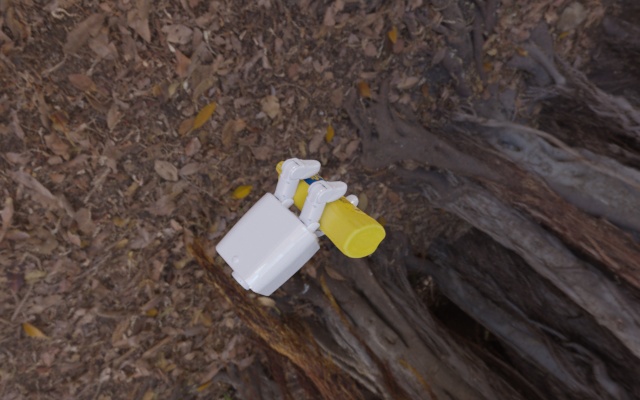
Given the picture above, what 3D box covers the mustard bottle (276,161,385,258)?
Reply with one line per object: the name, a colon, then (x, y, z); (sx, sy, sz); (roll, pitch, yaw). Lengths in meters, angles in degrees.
mustard bottle: (0.000, 0.002, 0.685); (0.191, 0.058, 0.096); (41, 16, 30)
